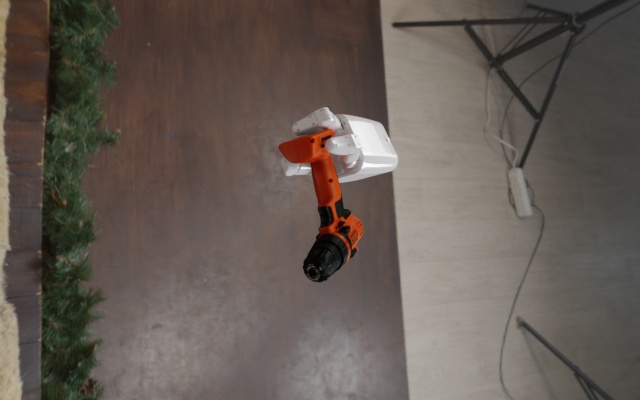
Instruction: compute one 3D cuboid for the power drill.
[{"bbox_3d":[0.000,0.002,0.662,0.057,0.188,0.184,-11,12,20],"label":"power drill"}]
